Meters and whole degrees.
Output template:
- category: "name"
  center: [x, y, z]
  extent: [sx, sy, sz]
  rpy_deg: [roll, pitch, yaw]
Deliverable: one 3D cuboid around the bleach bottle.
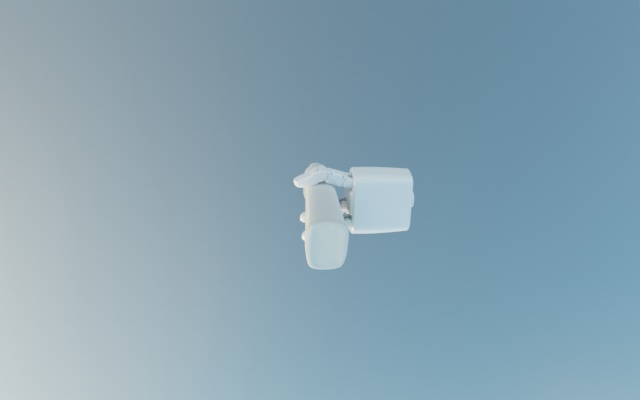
- category: "bleach bottle"
  center: [0.000, 0.003, 0.847]
  extent: [0.068, 0.103, 0.250]
  rpy_deg: [-1, 36, -5]
